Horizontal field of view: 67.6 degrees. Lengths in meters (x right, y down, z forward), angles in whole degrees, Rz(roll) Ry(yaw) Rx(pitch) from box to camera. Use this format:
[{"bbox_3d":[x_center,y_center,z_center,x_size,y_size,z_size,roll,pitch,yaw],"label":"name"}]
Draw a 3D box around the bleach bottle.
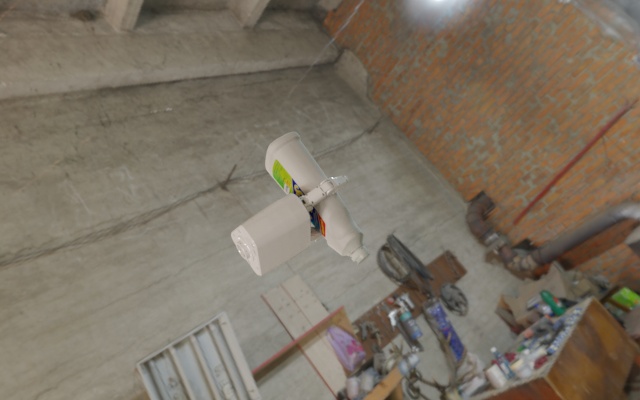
[{"bbox_3d":[0.000,0.003,0.842,0.068,0.250,0.103,-32,-17,-24],"label":"bleach bottle"}]
